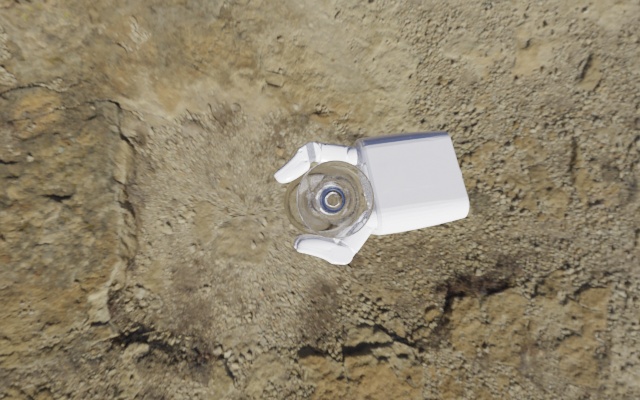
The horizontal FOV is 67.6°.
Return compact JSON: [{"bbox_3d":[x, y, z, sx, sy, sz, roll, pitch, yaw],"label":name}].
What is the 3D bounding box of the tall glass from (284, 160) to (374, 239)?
[{"bbox_3d":[0.000,0.002,0.544,0.079,0.079,0.201,0,-2,-9],"label":"tall glass"}]
